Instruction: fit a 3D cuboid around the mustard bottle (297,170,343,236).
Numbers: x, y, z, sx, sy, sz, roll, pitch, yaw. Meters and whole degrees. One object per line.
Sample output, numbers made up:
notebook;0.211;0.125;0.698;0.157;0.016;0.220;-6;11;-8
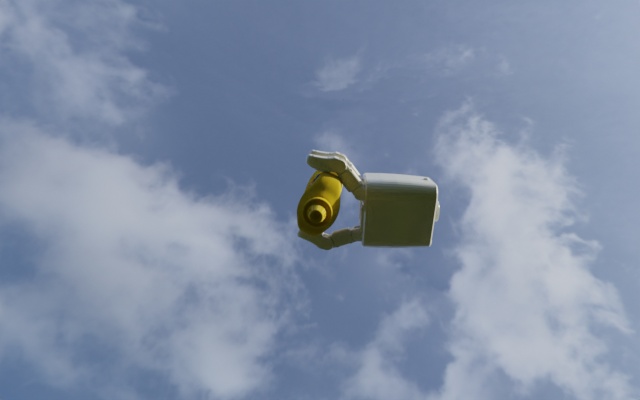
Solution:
mustard bottle;0.000;0.002;0.717;0.058;0.096;0.191;25;12;-3
